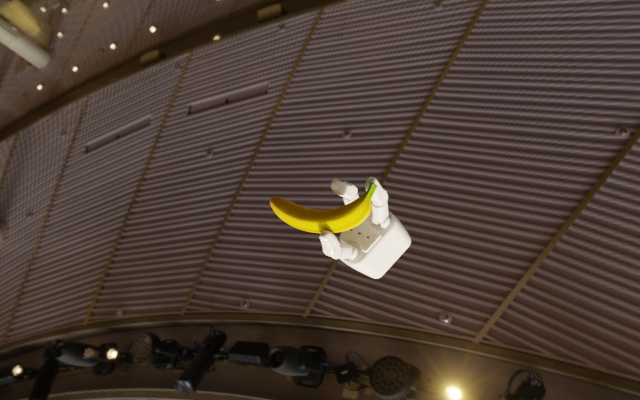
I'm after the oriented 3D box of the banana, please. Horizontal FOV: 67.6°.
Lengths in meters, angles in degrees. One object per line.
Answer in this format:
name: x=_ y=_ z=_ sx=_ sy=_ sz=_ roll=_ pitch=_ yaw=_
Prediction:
banana: x=0.001 y=0.020 z=0.765 sx=0.198 sy=0.069 sz=0.037 roll=-7 pitch=-24 yaw=28
